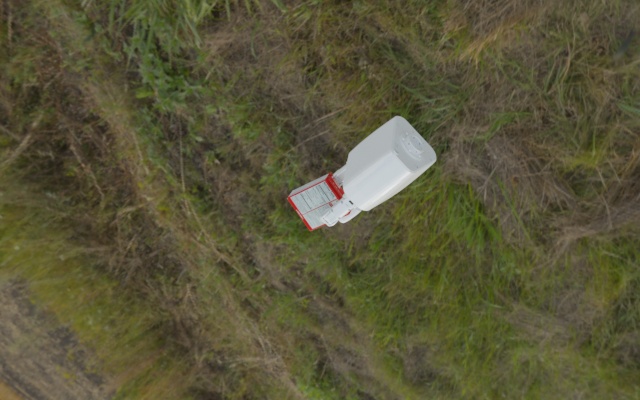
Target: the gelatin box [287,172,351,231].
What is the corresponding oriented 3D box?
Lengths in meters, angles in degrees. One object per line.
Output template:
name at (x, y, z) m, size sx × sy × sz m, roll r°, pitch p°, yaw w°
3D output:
gelatin box at (0.000, 0.003, 0.803) m, size 0.089 × 0.073 × 0.030 m, roll -25°, pitch 19°, yaw 31°
